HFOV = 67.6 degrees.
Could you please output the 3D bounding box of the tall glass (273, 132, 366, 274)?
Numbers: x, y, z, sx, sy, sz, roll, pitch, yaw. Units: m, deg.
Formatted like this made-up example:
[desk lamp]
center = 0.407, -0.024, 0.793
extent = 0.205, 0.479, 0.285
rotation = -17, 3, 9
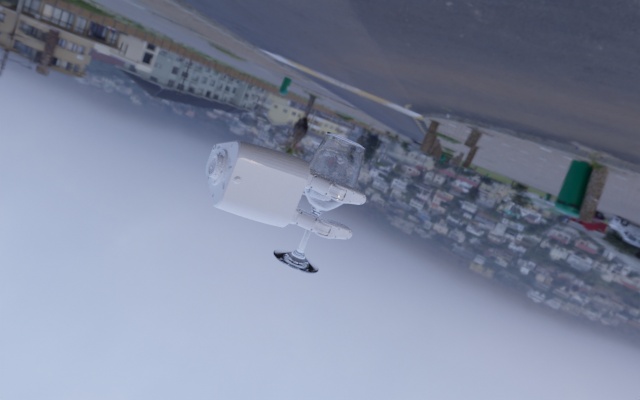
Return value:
[tall glass]
center = 0.000, 0.003, 0.708
extent = 0.079, 0.201, 0.079
rotation = 22, 10, -4
